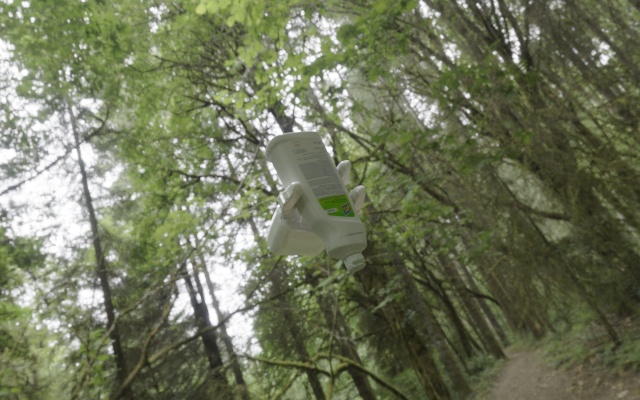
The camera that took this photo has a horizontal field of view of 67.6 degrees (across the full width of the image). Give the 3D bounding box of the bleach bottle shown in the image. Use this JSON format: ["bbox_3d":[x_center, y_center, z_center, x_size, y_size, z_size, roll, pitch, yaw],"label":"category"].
[{"bbox_3d":[0.000,0.002,0.780,0.102,0.250,0.068,-12,-27,-28],"label":"bleach bottle"}]
